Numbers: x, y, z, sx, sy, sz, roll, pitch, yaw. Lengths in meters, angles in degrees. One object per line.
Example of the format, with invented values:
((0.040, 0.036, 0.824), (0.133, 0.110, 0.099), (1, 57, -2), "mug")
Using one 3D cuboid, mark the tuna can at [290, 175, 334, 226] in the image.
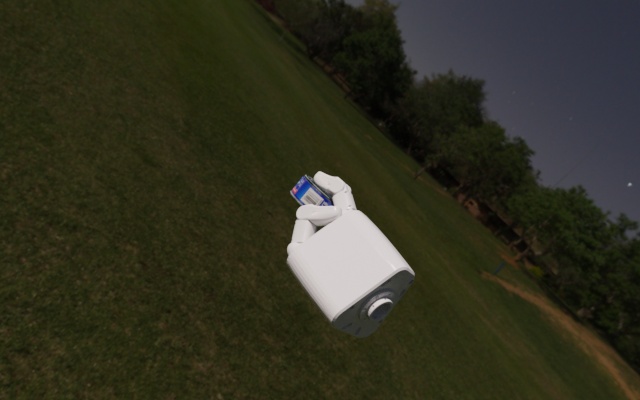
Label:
((0.000, 0.002, 0.675), (0.086, 0.034, 0.086), (40, 7, -6), "tuna can")
